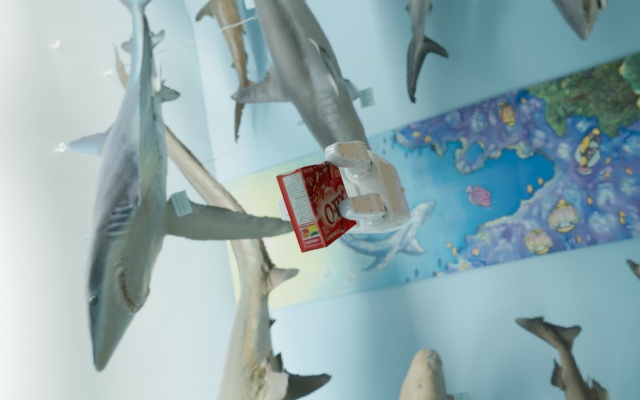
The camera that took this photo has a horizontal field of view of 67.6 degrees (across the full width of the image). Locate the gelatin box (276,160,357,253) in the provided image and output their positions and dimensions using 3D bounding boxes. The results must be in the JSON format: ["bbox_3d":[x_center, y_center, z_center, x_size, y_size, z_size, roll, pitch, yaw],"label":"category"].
[{"bbox_3d":[0.000,0.002,0.452,0.030,0.073,0.089,-16,4,25],"label":"gelatin box"}]
